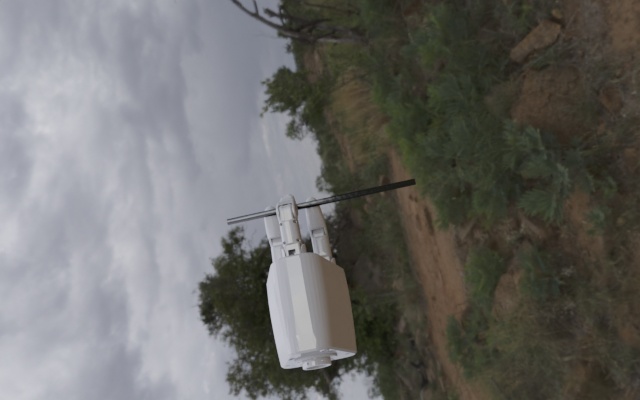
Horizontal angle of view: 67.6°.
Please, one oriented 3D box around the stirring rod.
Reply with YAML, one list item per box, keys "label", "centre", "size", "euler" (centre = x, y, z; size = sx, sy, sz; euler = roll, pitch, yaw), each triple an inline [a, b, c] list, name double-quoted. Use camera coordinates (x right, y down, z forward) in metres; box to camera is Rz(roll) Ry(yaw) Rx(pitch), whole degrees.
- label: "stirring rod"
  centre: [0.000, 0.002, 0.599]
  size: [0.239, 0.011, 0.011]
  euler: [-12, -1, 3]
